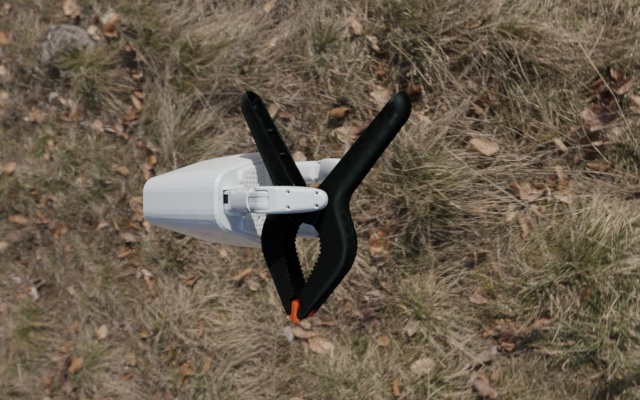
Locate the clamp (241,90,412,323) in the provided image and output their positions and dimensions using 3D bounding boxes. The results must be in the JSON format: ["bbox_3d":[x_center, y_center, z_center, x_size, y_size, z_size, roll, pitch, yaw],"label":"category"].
[{"bbox_3d":[-0.001,0.002,0.413,0.164,0.210,0.036,0,1,31],"label":"clamp"}]
